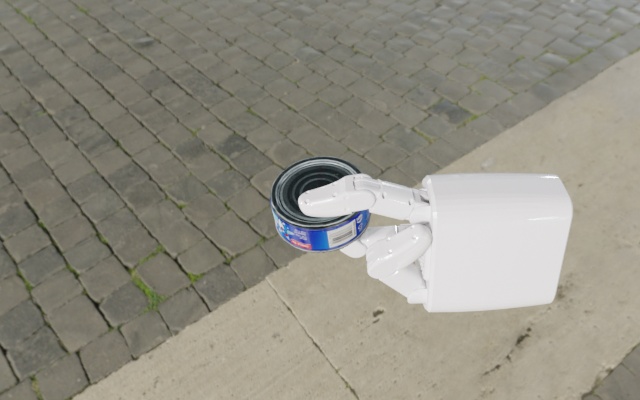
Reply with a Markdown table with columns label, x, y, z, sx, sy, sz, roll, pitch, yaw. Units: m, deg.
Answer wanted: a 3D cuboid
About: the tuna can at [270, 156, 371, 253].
| label | x | y | z | sx | sy | sz | roll | pitch | yaw |
| --- | --- | --- | --- | --- | --- | --- | --- | --- | --- |
| tuna can | 0.000 | 0.001 | 0.412 | 0.086 | 0.086 | 0.034 | 0 | -42 | 8 |
